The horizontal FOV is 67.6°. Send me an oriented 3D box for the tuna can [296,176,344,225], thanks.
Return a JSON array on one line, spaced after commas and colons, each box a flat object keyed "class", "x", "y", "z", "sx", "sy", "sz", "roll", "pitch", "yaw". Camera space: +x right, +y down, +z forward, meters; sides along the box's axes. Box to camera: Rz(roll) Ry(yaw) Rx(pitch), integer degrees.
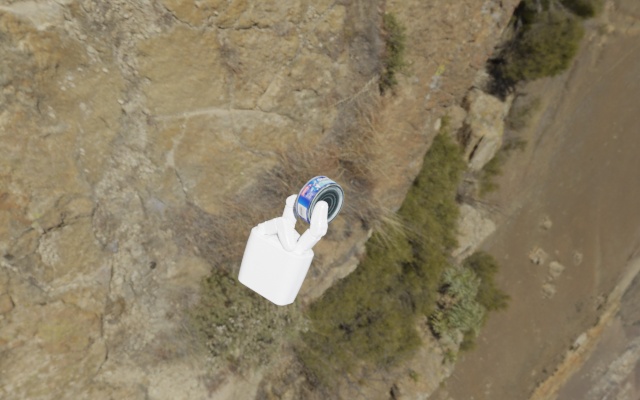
[{"class": "tuna can", "x": 0.001, "y": 0.003, "z": 0.827, "sx": 0.086, "sy": 0.086, "sz": 0.033, "roll": 0, "pitch": 25, "yaw": -47}]
